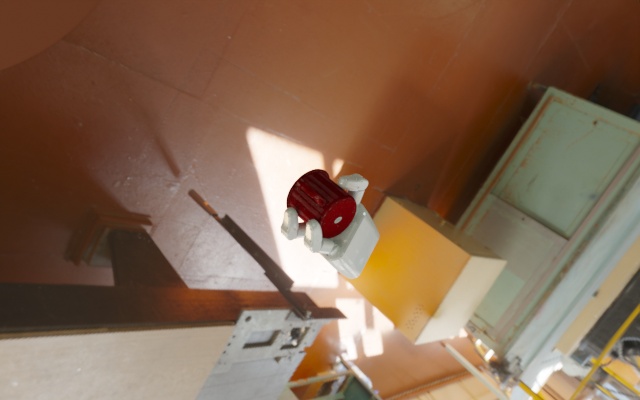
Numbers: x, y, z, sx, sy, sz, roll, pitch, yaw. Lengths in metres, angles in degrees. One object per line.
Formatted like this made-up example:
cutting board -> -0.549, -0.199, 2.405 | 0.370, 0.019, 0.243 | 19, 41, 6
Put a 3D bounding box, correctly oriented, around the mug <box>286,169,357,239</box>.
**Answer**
mug -> 0.000, 0.002, 0.766 | 0.081, 0.093, 0.117 | 40, -6, 35
